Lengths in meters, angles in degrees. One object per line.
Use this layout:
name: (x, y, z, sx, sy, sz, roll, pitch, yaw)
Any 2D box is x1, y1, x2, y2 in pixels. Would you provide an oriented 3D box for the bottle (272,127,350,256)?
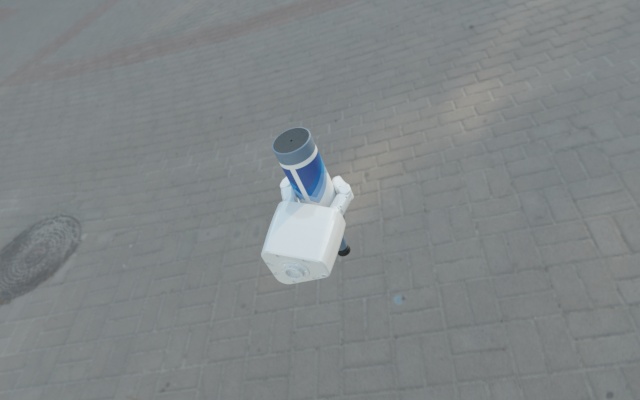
bottle: (0.000, 0.003, 0.862, 0.069, 0.069, 0.296, 0, -42, 26)
